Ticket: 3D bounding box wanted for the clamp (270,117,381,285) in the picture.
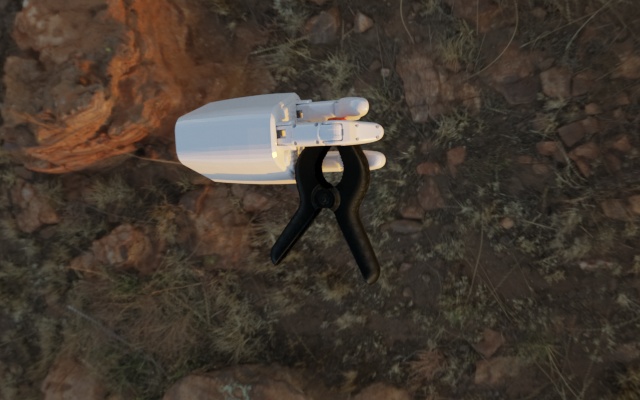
[{"bbox_3d":[0.000,0.002,0.494,0.120,0.171,0.039,-1,5,14],"label":"clamp"}]
